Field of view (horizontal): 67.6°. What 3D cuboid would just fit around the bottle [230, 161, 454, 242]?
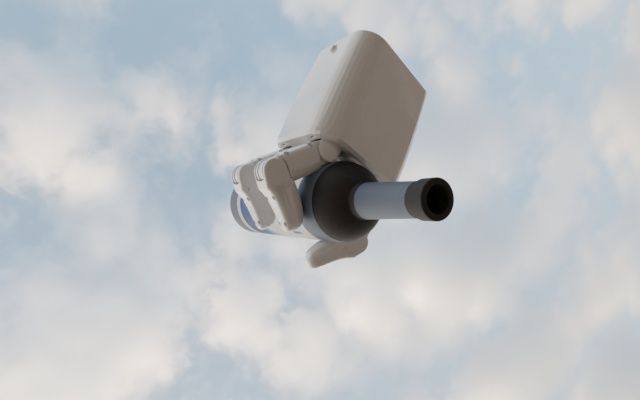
[{"bbox_3d":[0.000,0.001,0.421,0.069,0.069,0.295,0,-1,-29],"label":"bottle"}]
